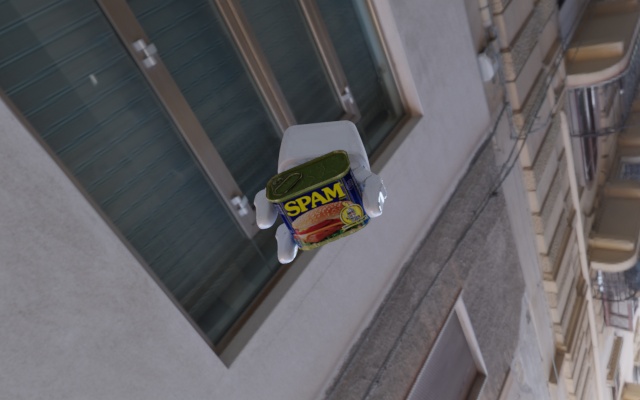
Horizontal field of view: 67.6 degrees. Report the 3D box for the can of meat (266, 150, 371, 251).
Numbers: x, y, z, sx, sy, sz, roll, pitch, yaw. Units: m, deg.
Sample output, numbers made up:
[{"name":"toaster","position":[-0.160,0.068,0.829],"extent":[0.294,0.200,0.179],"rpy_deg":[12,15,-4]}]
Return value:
[{"name":"can of meat","position":[0.000,0.002,0.558],"extent":[0.102,0.084,0.057],"rpy_deg":[-22,33,8]}]
